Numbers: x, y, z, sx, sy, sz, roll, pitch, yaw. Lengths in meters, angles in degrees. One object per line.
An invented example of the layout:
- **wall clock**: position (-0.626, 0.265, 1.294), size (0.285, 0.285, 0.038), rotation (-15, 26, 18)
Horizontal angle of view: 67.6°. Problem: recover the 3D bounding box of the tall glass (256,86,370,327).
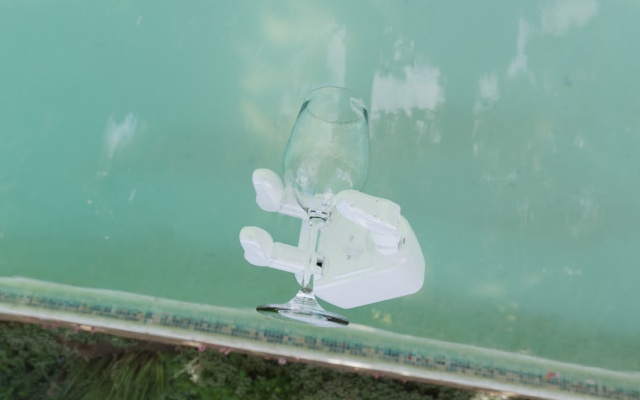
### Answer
- **tall glass**: position (0.000, 0.002, 0.414), size (0.079, 0.201, 0.079), rotation (8, -22, 3)
